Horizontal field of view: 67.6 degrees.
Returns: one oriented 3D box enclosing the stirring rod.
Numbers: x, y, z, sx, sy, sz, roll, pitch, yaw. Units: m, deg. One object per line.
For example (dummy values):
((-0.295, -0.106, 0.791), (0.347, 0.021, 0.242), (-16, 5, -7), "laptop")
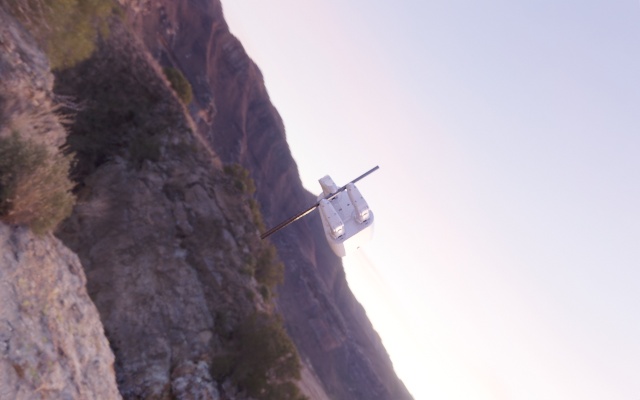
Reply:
((0.000, 0.003, 0.829), (0.239, 0.011, 0.011), (-31, 3, -5), "stirring rod")
